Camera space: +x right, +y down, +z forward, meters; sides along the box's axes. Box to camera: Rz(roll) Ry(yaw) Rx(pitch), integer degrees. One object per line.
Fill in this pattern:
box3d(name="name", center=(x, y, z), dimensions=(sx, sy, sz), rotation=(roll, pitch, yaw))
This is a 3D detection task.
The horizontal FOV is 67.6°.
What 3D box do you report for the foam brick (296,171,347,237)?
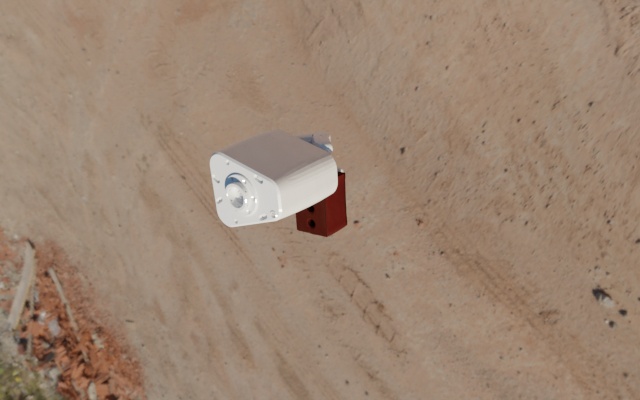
box3d(name="foam brick", center=(0.000, 0.002, 0.640), dimensions=(0.053, 0.078, 0.051), rotation=(10, 25, 33))
